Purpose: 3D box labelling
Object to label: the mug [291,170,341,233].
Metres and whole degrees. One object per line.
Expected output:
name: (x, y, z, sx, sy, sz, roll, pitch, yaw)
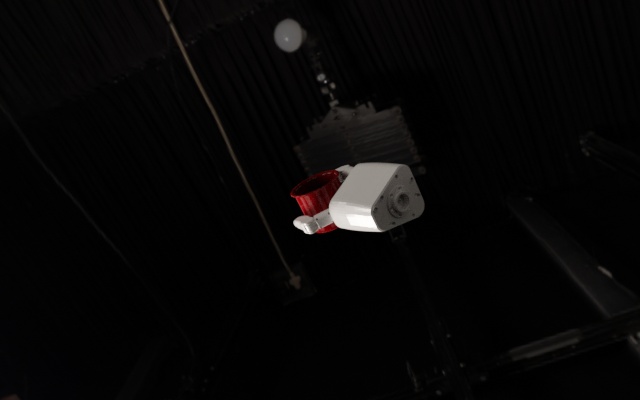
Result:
mug: (-0.001, 0.003, 0.854, 0.093, 0.081, 0.117, -35, 20, -25)
